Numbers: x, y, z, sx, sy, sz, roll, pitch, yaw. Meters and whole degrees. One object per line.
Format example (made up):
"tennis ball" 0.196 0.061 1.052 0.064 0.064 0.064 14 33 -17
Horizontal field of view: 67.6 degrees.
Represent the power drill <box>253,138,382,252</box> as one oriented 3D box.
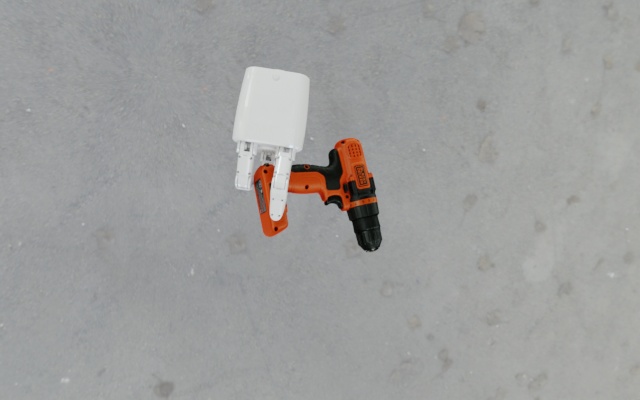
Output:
"power drill" 0.000 0.002 0.733 0.187 0.184 0.057 -10 -8 -25
